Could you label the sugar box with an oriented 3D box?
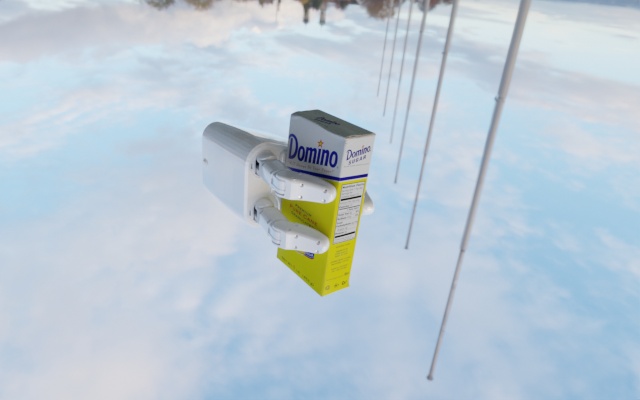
[{"bbox_3d":[0.000,0.002,0.503,0.048,0.176,0.093,-14,31,-36],"label":"sugar box"}]
